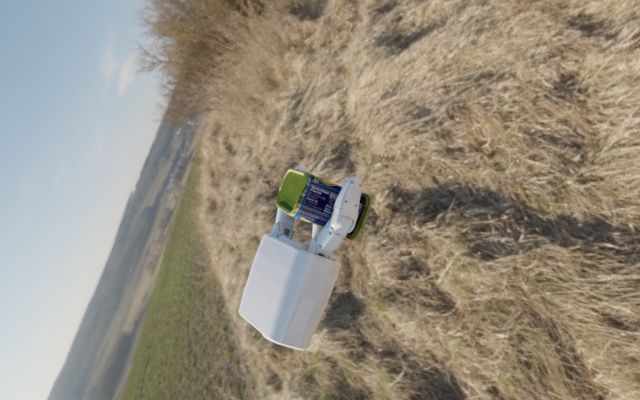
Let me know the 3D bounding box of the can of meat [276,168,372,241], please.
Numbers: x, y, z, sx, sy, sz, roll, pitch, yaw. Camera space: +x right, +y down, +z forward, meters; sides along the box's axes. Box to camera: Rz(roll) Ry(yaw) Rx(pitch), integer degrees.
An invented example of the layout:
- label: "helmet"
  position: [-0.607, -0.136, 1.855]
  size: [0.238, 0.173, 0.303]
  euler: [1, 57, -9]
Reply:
- label: "can of meat"
  position: [0.000, 0.002, 0.568]
  size: [0.084, 0.057, 0.102]
  euler: [21, 1, -19]
